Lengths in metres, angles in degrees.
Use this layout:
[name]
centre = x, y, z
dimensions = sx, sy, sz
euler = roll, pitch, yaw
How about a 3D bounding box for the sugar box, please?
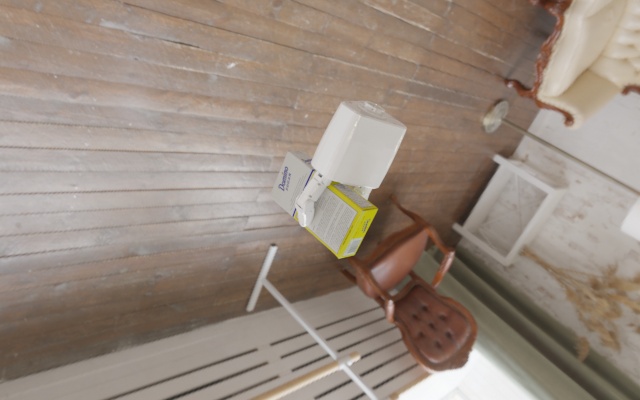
[sugar box]
centre = 0.001, 0.002, 0.762
dimensions = 0.048, 0.093, 0.176
euler = -4, 37, -47
